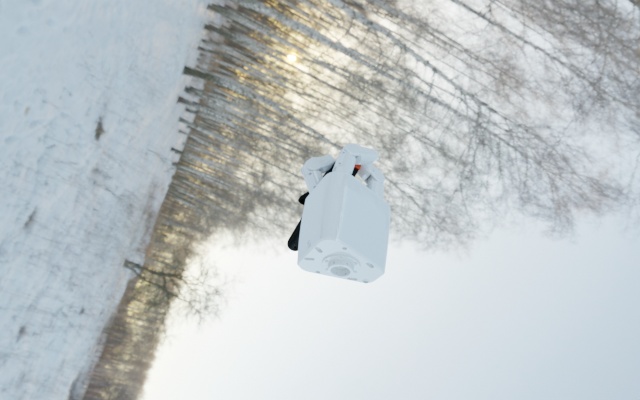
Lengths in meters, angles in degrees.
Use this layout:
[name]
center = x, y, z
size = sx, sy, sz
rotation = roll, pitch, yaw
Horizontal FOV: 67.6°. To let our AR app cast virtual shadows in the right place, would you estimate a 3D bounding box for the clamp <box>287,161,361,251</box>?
[clamp]
center = 0.001, 0.002, 0.726
size = 0.039, 0.120, 0.171
rotation = 23, -40, -17
